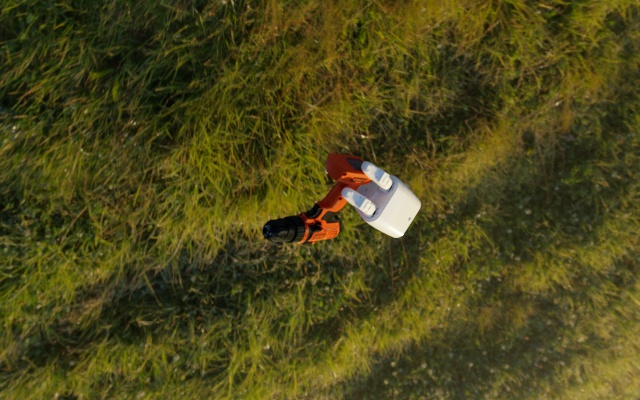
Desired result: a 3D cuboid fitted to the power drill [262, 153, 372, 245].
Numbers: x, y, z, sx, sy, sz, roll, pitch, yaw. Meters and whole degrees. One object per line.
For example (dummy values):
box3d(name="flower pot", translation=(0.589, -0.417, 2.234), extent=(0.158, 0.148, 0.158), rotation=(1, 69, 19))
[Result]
box3d(name="power drill", translation=(0.001, 0.003, 0.854), extent=(0.184, 0.188, 0.057), rotation=(-2, 46, -50))
